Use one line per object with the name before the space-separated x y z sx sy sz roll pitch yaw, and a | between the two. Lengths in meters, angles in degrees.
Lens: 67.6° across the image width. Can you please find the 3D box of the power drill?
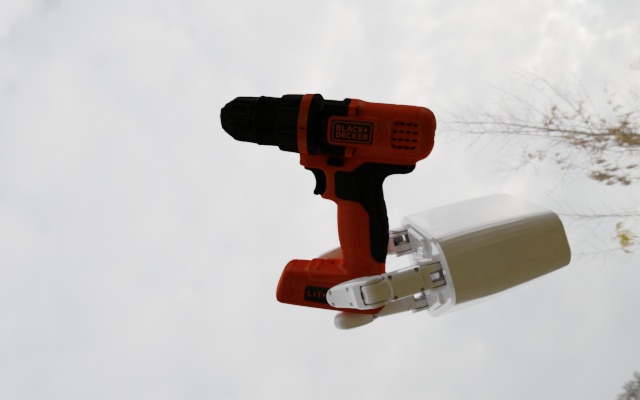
power drill | 0.000 0.002 0.423 0.184 0.188 0.057 6 18 11
